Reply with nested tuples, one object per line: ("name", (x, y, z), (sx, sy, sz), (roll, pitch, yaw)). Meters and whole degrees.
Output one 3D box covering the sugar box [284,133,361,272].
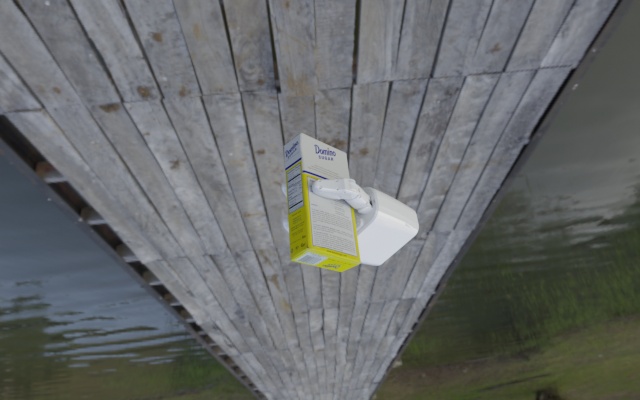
("sugar box", (0.000, 0.003, 0.654), (0.093, 0.176, 0.048), (20, -39, -38))
